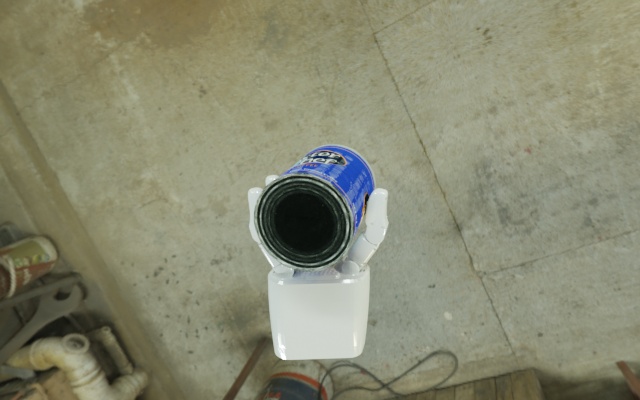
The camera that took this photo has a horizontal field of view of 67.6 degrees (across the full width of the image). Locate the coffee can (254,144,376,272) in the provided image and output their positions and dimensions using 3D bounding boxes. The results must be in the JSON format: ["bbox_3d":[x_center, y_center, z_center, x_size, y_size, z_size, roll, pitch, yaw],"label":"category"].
[{"bbox_3d":[0.000,0.002,0.527,0.103,0.103,0.140,0,18,15],"label":"coffee can"}]
